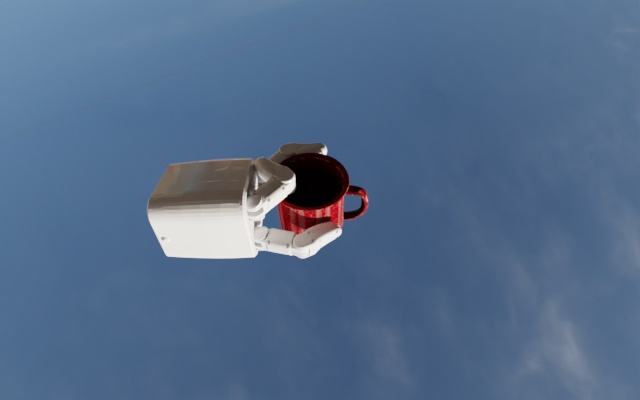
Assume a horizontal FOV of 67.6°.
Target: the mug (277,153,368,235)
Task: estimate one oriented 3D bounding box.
[{"bbox_3d":[0.002,0.002,0.588,0.117,0.093,0.082,0,-40,1],"label":"mug"}]
